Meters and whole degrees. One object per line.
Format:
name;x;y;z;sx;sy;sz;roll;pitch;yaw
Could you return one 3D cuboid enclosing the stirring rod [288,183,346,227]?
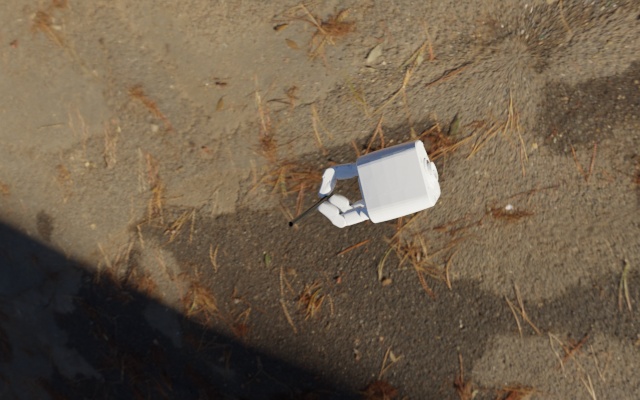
stirring rod;0.000;0.003;0.813;0.011;0.011;0.239;0;16;23
